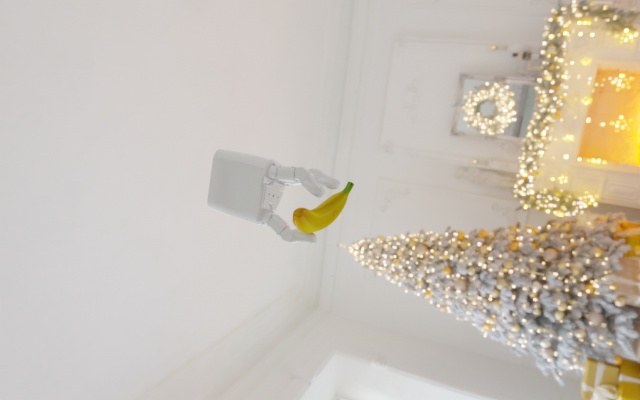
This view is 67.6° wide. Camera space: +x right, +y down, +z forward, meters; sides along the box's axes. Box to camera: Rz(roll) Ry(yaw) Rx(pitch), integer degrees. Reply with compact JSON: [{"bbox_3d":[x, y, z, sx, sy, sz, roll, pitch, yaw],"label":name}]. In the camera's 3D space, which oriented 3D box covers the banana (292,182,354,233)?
[{"bbox_3d":[-0.002,0.019,0.783,0.037,0.070,0.197,20,23,19],"label":"banana"}]
